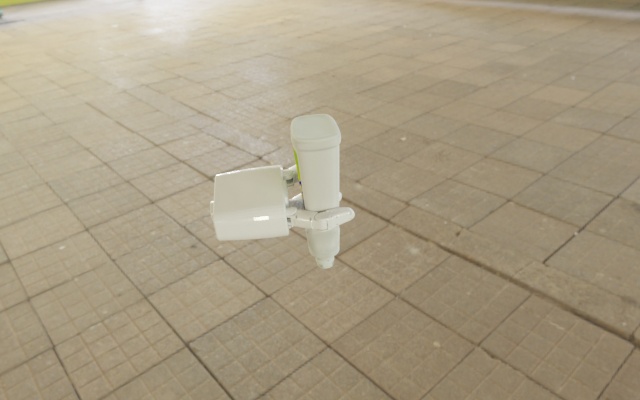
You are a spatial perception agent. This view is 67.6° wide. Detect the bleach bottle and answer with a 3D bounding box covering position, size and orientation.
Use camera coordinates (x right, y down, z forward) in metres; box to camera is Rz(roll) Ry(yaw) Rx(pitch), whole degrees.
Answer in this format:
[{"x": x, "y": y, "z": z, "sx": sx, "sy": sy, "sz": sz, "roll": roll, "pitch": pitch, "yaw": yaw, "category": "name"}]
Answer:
[{"x": 0.000, "y": 0.002, "z": 0.730, "sx": 0.068, "sy": 0.251, "sz": 0.102, "roll": -7, "pitch": 31, "yaw": -3, "category": "bleach bottle"}]
